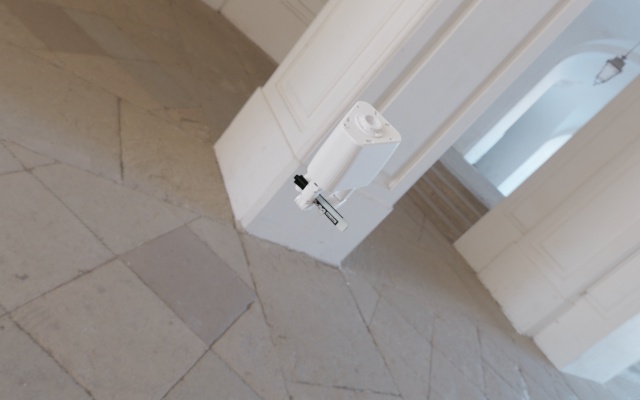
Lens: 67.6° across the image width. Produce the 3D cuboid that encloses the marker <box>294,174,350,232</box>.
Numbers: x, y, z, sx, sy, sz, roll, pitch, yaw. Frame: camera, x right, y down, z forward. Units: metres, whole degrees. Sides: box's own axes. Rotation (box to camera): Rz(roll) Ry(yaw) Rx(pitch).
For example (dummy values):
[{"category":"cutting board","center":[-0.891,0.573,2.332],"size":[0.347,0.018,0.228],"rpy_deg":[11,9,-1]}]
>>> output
[{"category":"marker","center":[0.000,0.003,0.777],"size":[0.020,0.121,0.020],"rpy_deg":[-42,-9,-9]}]
